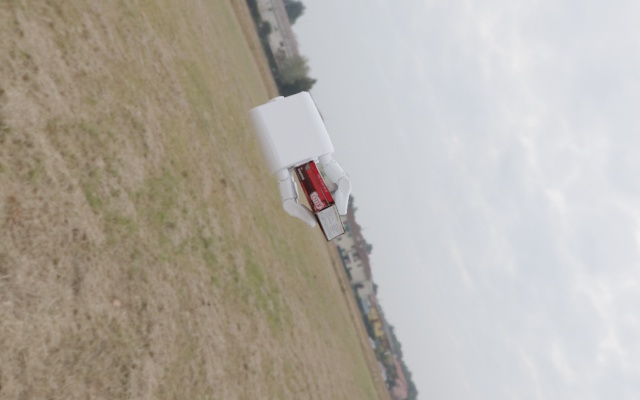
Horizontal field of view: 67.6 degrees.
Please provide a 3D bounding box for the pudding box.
[{"bbox_3d":[0.000,0.002,0.760,0.039,0.090,0.113,-25,-30,0],"label":"pudding box"}]
